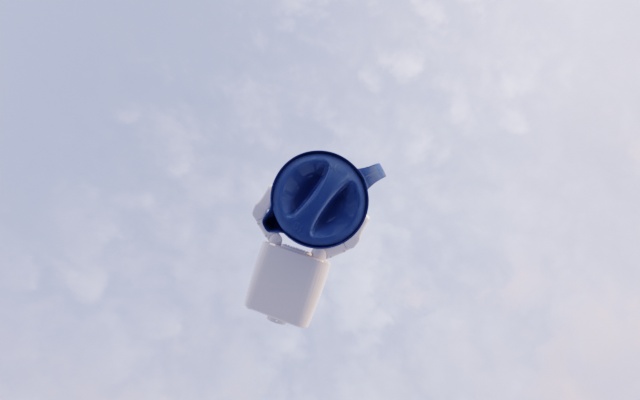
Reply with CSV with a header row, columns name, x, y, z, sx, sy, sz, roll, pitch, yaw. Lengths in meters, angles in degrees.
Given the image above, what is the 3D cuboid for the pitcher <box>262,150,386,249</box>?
name,x,y,z,sx,sy,sz,roll,pitch,yaw
pitcher,0.000,0.003,0.752,0.149,0.145,0.243,18,-5,-3
